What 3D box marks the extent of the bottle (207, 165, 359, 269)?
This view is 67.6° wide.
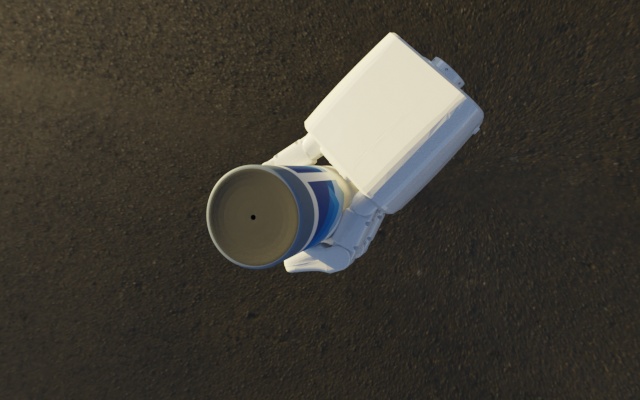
[{"bbox_3d":[0.000,0.002,0.440,0.069,0.069,0.295,0,4,17],"label":"bottle"}]
